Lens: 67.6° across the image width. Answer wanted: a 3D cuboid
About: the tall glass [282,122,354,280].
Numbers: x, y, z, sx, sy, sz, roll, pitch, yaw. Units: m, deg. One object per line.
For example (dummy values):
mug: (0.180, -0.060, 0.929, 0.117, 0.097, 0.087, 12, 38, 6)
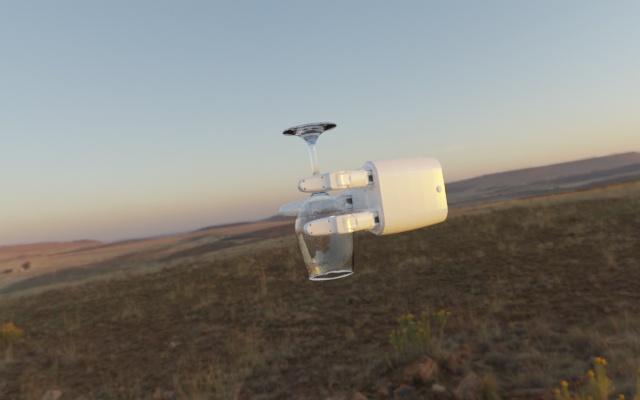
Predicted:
tall glass: (0.000, 0.001, 0.639, 0.079, 0.201, 0.079, -8, -1, 0)
